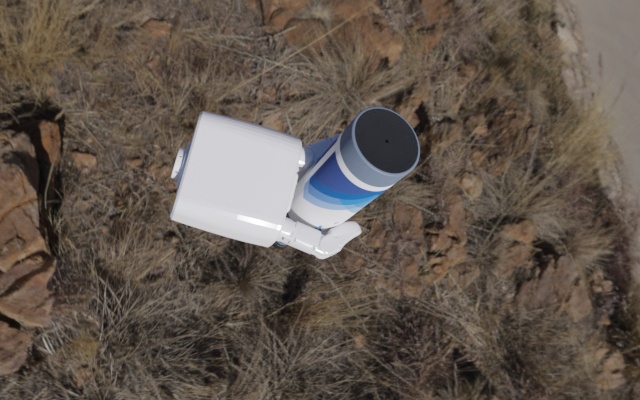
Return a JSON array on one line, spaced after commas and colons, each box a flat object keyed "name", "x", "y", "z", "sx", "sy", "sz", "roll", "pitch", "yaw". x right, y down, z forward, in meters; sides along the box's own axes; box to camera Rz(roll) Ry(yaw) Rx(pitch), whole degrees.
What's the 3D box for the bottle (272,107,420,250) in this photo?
[{"name": "bottle", "x": 0.000, "y": 0.002, "z": 0.530, "sx": 0.069, "sy": 0.069, "sz": 0.296, "roll": 0, "pitch": -21, "yaw": -24}]
